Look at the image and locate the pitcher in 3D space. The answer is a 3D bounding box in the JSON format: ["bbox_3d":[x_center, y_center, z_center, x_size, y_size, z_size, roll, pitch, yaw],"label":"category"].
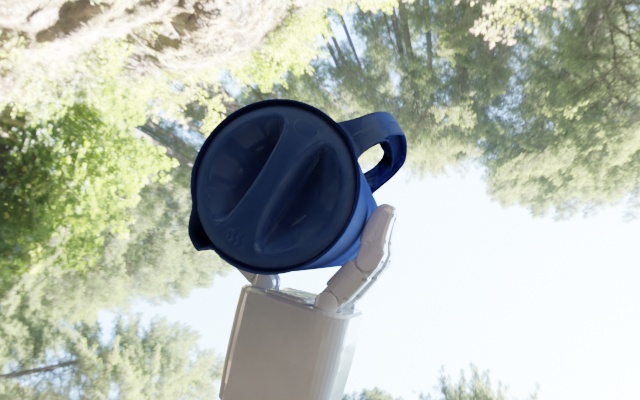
[{"bbox_3d":[0.000,0.002,0.459,0.149,0.145,0.243,13,-6,16],"label":"pitcher"}]
